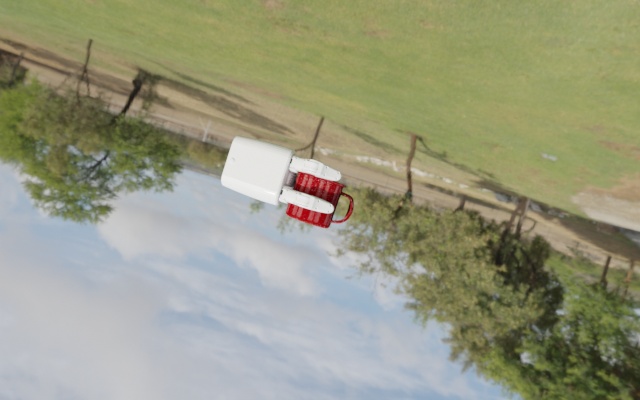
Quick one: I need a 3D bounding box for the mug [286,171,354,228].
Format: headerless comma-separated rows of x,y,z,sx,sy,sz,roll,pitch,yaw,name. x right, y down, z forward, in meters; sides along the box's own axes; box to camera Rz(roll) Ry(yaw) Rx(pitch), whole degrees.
0.001,0.003,0.831,0.117,0.081,0.093,18,0,9,mug
